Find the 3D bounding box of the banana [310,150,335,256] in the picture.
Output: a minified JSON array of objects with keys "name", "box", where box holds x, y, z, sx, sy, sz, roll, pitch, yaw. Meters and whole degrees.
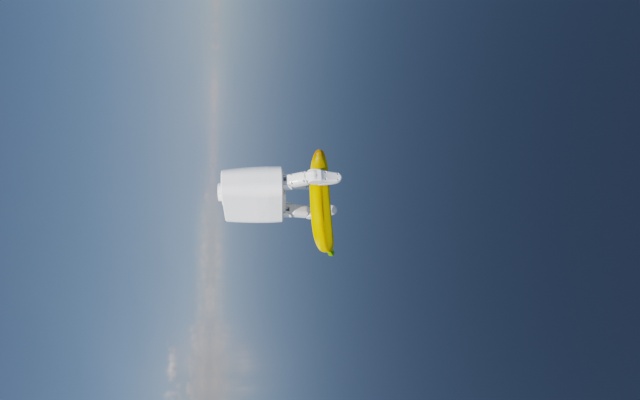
[{"name":"banana","box":[0.000,0.008,0.849,0.037,0.198,0.069,-4,4,1]}]
